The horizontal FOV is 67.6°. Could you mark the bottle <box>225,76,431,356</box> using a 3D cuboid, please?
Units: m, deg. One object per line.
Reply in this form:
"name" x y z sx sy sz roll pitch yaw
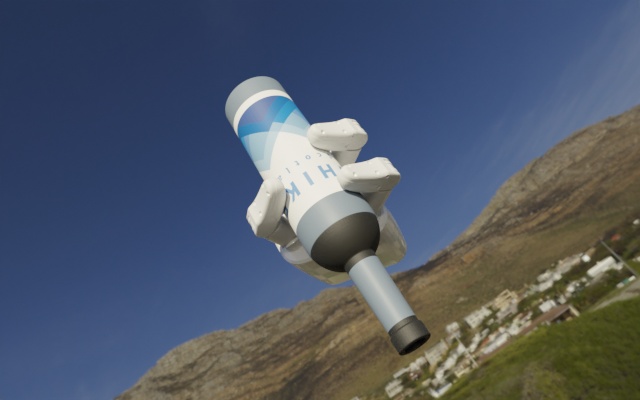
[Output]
"bottle" 0.000 0.001 0.424 0.069 0.295 0.069 -23 -34 -16
